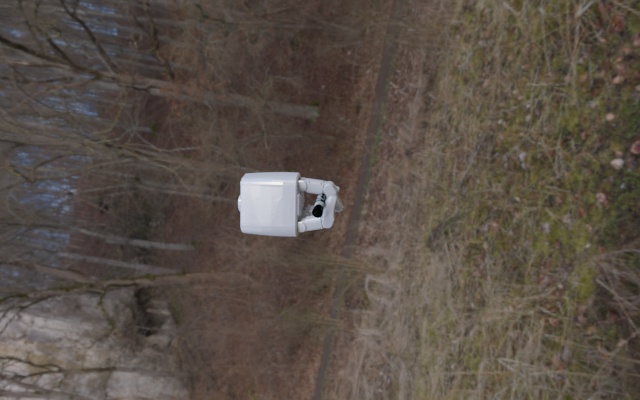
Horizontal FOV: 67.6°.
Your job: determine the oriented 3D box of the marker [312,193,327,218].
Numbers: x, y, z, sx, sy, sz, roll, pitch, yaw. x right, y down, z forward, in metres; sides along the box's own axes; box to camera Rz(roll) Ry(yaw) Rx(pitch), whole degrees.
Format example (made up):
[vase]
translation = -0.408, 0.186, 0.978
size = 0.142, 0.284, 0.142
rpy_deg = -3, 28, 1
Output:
[marker]
translation = 0.000, 0.003, 0.855
size = 0.020, 0.020, 0.121
rpy_deg = 0, 20, 6
